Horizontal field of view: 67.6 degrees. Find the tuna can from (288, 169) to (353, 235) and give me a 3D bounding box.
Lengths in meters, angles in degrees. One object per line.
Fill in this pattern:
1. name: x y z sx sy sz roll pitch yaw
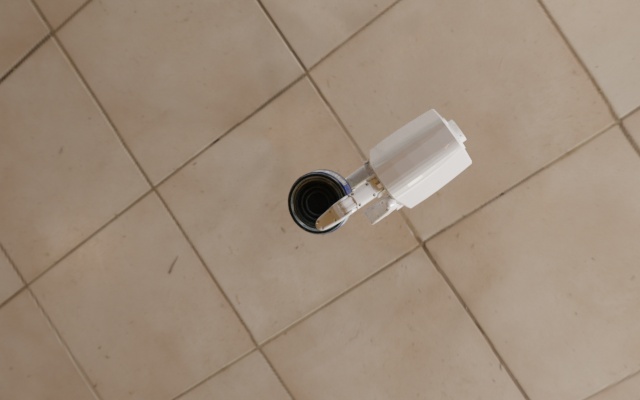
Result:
1. tuna can: 0.000 0.002 0.641 0.086 0.086 0.033 0 9 16
